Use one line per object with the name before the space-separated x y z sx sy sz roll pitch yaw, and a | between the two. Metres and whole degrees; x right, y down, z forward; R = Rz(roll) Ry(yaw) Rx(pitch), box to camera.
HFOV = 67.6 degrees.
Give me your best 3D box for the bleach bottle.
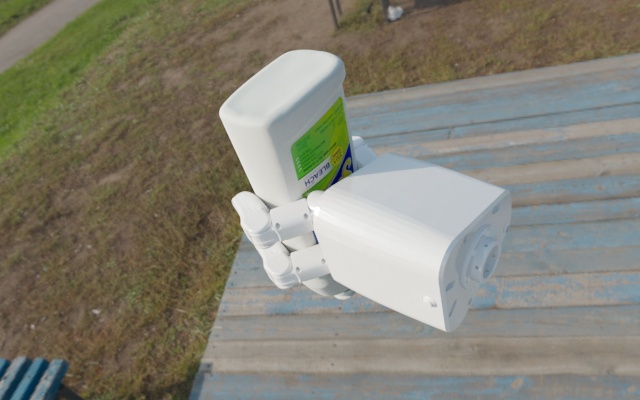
bleach bottle | 0.000 0.001 0.435 0.068 0.251 0.102 21 56 36
